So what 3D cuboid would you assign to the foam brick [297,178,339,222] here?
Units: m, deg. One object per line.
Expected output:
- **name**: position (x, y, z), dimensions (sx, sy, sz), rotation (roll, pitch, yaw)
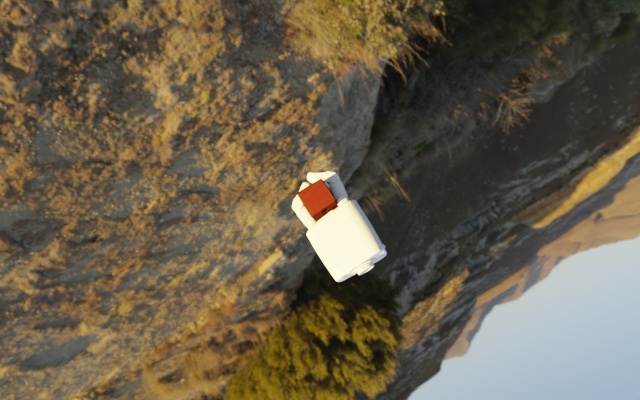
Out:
- **foam brick**: position (0.000, 0.003, 0.864), dimensions (0.053, 0.051, 0.078), rotation (-33, -18, 4)
